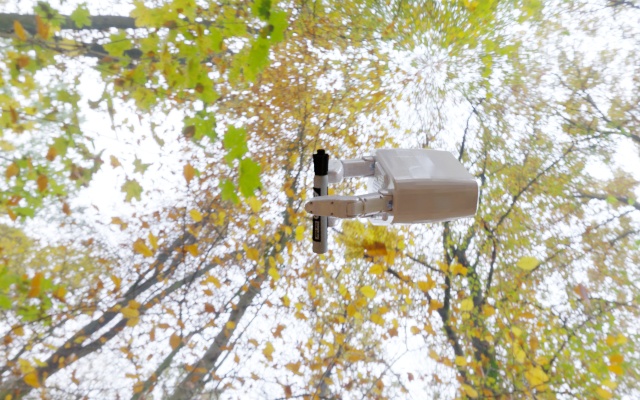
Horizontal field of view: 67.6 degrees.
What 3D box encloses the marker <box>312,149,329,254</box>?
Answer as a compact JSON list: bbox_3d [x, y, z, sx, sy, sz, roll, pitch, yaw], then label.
[{"bbox_3d":[0.000,0.002,0.544,0.020,0.121,0.020,1,16,0],"label":"marker"}]
